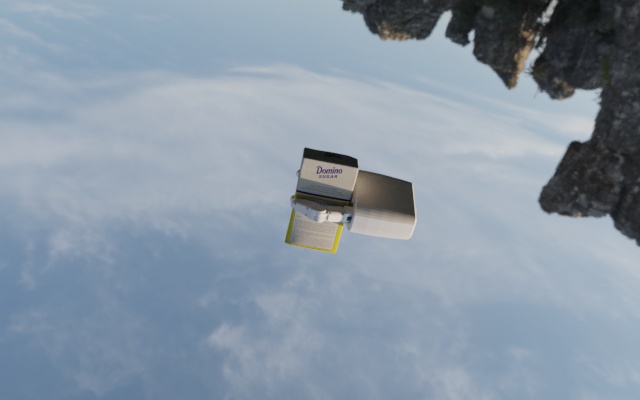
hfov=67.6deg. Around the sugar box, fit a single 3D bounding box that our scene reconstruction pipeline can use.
[{"bbox_3d":[0.000,0.002,0.809,0.093,0.176,0.048,11,30,-5],"label":"sugar box"}]
